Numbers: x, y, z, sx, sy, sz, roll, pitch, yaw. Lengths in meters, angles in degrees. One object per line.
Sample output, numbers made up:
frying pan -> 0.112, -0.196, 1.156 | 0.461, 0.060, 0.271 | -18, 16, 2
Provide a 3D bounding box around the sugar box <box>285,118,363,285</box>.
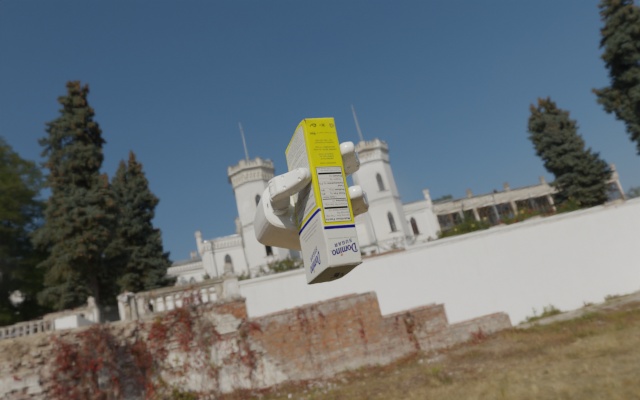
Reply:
sugar box -> 0.001, 0.002, 0.560 | 0.048, 0.176, 0.093 | -6, -18, -19
